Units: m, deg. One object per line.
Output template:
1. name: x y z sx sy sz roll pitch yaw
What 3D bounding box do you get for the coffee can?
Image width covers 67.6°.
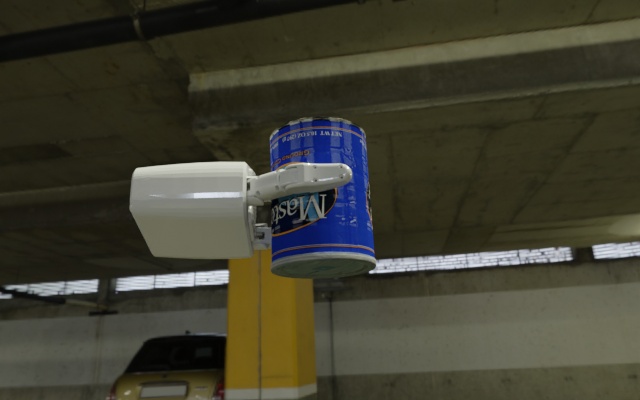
1. coffee can: 0.000 0.002 0.485 0.103 0.140 0.103 -2 -18 -1
